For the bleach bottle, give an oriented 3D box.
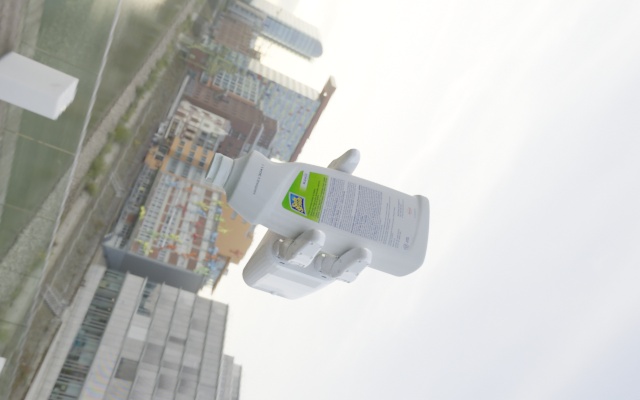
[{"bbox_3d":[0.000,0.002,0.527,0.251,0.102,0.068,22,-32,-18],"label":"bleach bottle"}]
